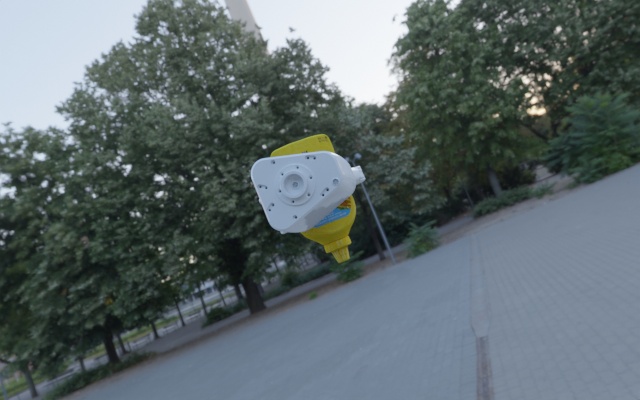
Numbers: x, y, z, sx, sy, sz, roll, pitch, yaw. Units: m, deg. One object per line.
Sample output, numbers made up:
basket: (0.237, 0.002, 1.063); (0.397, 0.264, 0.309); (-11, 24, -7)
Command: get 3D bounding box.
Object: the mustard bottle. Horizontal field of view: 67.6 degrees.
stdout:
mustard bottle: (0.000, 0.002, 0.723); (0.096, 0.191, 0.058); (-21, -6, -15)
